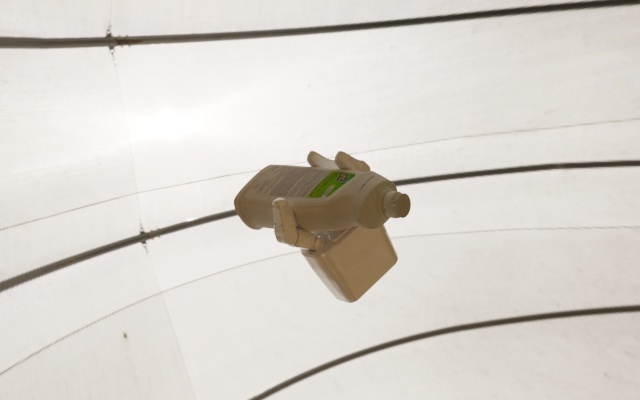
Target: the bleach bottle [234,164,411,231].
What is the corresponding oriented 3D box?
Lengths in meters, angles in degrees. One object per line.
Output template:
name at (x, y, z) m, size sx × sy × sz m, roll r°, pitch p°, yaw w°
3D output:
bleach bottle at (0.000, 0.002, 0.616) m, size 0.251 × 0.068 × 0.102 m, roll 6°, pitch 47°, yaw 45°
